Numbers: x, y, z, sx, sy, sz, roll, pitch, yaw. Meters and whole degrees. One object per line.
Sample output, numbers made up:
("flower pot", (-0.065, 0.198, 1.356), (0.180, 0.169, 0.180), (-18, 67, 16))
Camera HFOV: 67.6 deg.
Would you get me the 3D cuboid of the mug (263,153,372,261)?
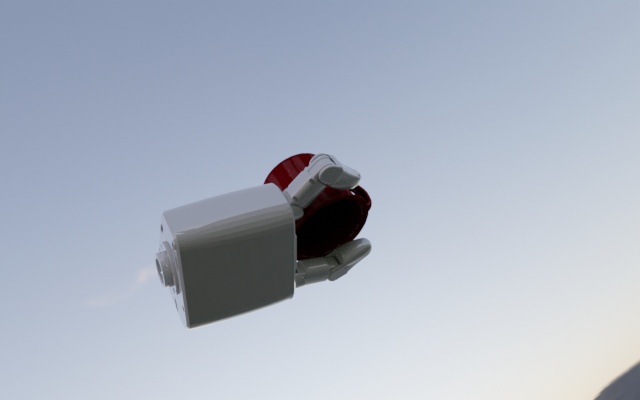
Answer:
("mug", (0.001, 0.001, 0.508), (0.117, 0.093, 0.081), (-14, 48, -29))
